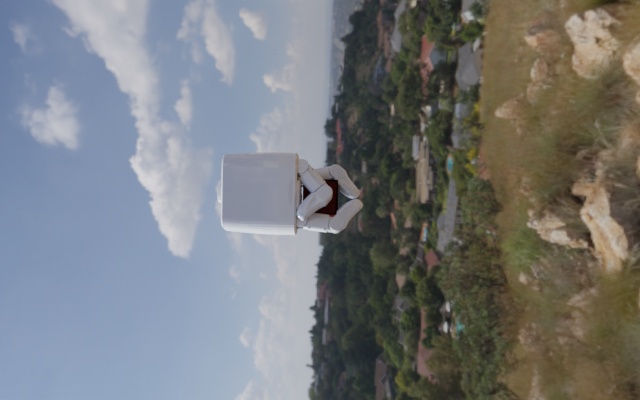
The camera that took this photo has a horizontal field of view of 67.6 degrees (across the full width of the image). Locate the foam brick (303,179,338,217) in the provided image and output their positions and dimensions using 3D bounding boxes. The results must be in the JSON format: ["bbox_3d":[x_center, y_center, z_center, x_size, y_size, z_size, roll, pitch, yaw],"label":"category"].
[{"bbox_3d":[0.000,0.003,0.720,0.051,0.053,0.078,1,-15,1],"label":"foam brick"}]
